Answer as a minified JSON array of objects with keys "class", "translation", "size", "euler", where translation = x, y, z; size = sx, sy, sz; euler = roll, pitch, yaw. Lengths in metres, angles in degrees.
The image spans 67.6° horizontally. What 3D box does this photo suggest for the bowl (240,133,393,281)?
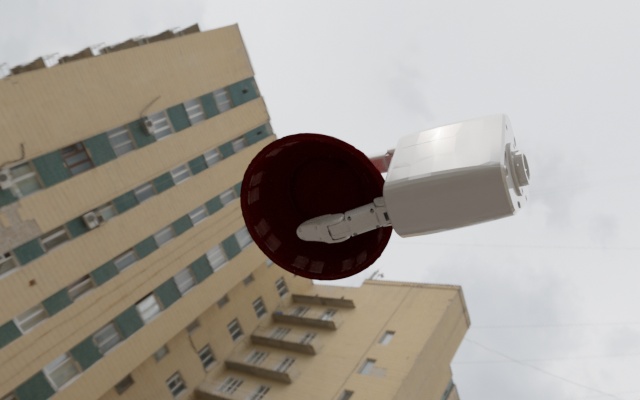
[{"class":"bowl","translation":[-0.001,0.002,0.504],"size":[0.162,0.162,0.055],"euler":[0,22,16]}]
